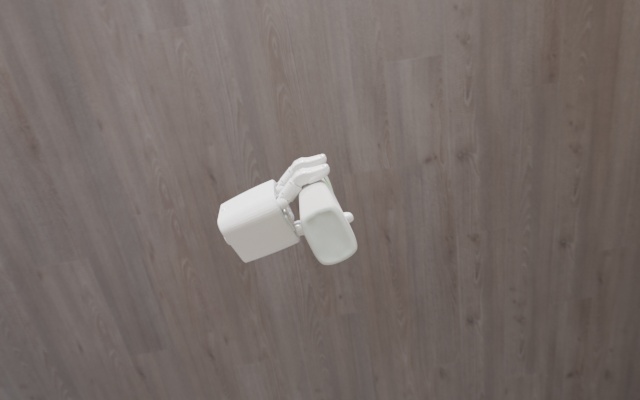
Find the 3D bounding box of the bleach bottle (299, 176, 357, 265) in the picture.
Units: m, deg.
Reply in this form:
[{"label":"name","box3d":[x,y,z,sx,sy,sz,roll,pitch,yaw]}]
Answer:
[{"label":"bleach bottle","box3d":[0.000,0.003,0.818,0.068,0.103,0.250,-25,24,5]}]
